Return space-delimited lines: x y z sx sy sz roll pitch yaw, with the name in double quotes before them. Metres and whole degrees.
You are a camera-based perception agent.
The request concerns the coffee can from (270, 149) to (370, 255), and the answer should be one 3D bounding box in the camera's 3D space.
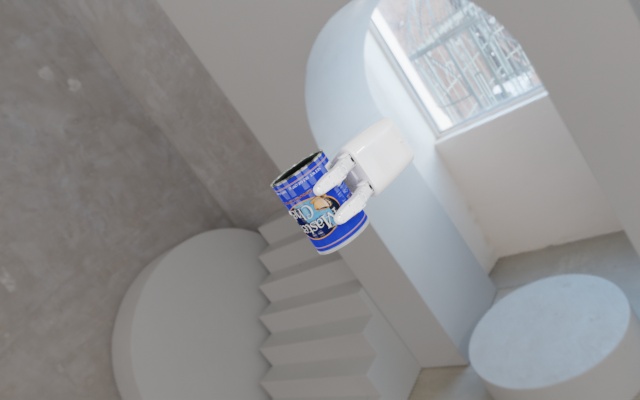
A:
"coffee can" 0.000 0.003 0.780 0.103 0.140 0.102 -33 12 8
